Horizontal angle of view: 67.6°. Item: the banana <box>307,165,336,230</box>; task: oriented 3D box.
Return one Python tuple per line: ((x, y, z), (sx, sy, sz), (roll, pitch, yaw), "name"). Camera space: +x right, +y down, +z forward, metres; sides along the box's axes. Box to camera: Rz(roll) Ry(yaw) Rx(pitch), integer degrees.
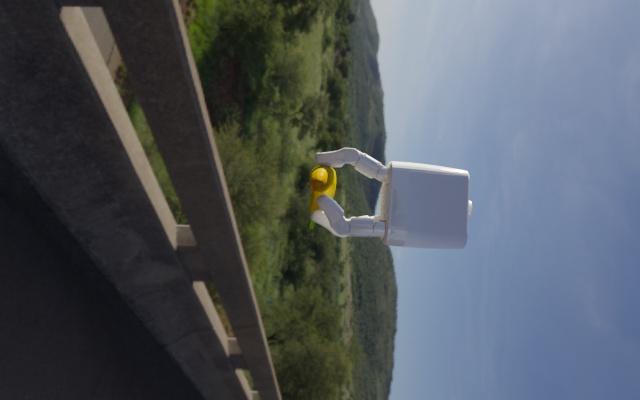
((0.003, -0.014, 0.702), (0.037, 0.069, 0.198), (9, -20, 2), "banana")
